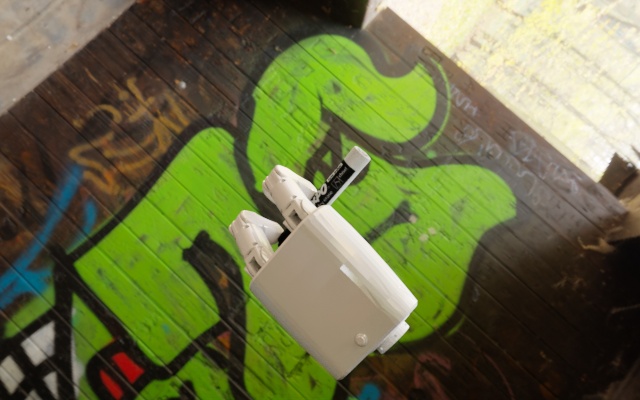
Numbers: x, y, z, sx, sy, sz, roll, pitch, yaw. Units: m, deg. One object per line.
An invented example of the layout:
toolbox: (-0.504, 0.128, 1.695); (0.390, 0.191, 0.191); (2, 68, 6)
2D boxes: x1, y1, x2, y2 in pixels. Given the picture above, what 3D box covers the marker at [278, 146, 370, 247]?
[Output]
marker: (0.000, 0.001, 0.440); (0.020, 0.121, 0.020); (37, 17, -13)
